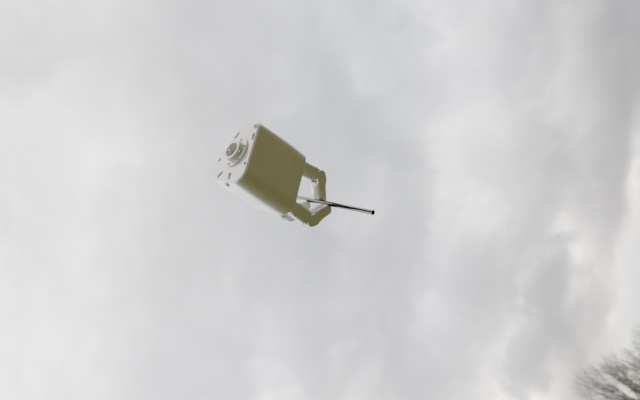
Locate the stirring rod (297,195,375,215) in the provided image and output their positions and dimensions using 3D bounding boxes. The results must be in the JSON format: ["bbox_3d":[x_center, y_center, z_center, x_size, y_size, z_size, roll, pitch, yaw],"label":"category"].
[{"bbox_3d":[0.000,0.003,0.816,0.011,0.011,0.239,0,7,-42],"label":"stirring rod"}]
